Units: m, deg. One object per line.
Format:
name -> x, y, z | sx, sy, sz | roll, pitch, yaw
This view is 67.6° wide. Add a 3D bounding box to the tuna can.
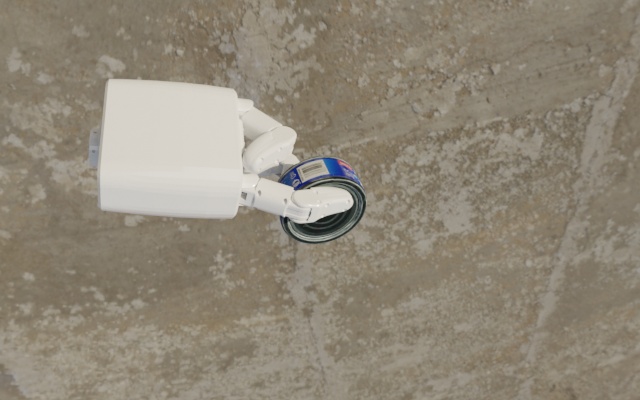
tuna can -> 0.000, 0.002, 0.454 | 0.086, 0.086, 0.033 | 0, 41, -22
